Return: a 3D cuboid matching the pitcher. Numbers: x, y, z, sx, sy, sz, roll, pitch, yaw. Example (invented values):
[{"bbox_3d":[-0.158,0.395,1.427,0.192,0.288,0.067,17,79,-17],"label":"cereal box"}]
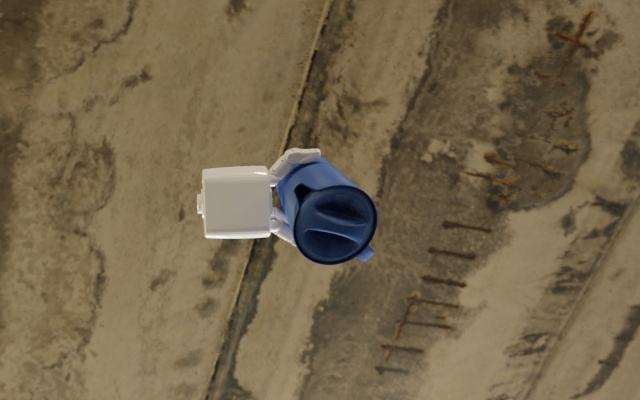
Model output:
[{"bbox_3d":[0.000,0.003,0.817,0.145,0.149,0.242,-4,23,-15],"label":"pitcher"}]
